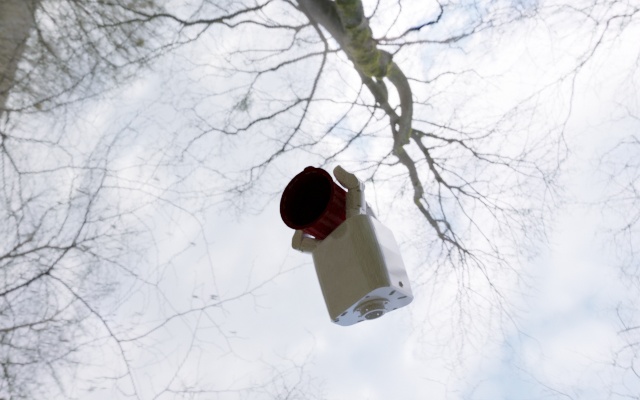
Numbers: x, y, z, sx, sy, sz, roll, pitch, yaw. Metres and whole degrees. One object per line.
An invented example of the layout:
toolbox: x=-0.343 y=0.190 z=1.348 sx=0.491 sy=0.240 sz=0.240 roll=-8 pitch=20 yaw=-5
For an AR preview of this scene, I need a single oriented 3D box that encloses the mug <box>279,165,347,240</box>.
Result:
mug: x=0.000 y=0.001 z=0.685 sx=0.093 sy=0.117 sz=0.081 roll=-31 pitch=-38 yaw=22
